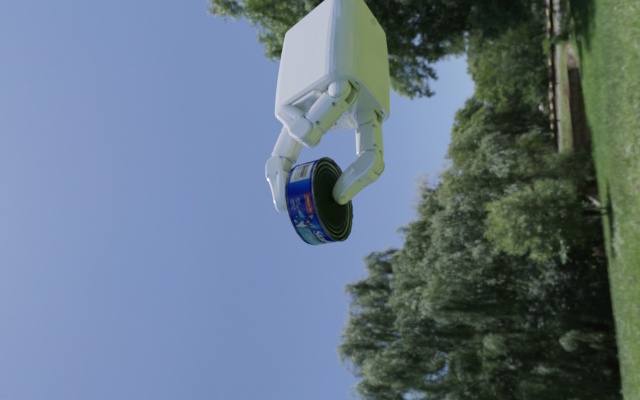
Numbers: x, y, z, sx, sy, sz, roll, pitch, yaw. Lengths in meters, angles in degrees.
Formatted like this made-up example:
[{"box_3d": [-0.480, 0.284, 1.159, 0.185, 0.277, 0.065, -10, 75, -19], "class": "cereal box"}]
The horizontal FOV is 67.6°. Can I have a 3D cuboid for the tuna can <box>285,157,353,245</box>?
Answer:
[{"box_3d": [0.000, 0.002, 0.481, 0.034, 0.086, 0.086, -12, -6, 26], "class": "tuna can"}]
